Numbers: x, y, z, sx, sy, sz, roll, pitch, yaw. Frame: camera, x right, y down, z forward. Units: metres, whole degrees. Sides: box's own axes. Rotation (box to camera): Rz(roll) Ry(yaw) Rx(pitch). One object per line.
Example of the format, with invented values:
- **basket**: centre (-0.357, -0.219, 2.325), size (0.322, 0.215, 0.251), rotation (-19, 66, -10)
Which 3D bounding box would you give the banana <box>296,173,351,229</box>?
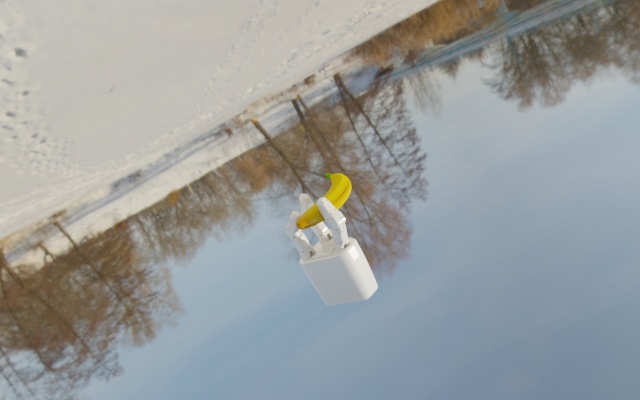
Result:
- **banana**: centre (0.017, -0.004, 0.887), size (0.069, 0.037, 0.197), rotation (-18, 21, 27)
